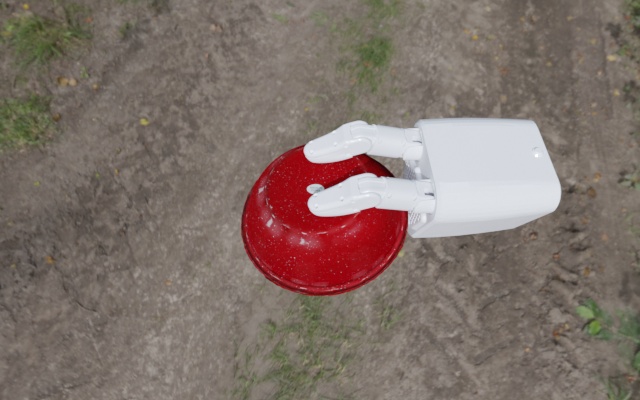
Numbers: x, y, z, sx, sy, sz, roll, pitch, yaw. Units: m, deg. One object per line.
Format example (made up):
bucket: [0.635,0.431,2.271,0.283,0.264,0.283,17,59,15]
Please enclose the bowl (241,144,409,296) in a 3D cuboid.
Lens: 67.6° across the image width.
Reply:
bowl: [-0.001,0.002,0.436,0.162,0.162,0.055,0,-30,8]
